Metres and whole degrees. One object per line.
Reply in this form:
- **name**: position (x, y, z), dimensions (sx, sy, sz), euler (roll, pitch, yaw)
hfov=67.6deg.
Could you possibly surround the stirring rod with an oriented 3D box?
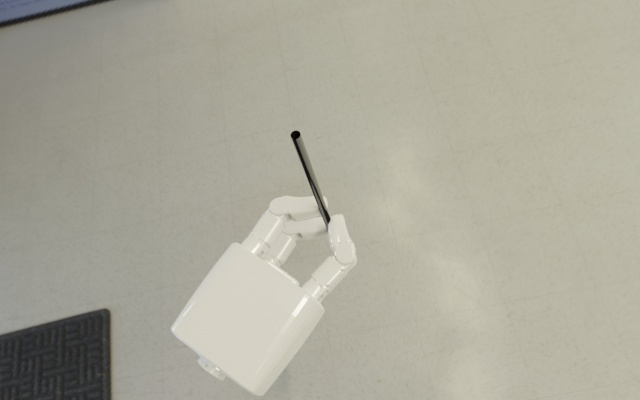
- **stirring rod**: position (0.000, 0.002, 0.473), dimensions (0.011, 0.011, 0.240), euler (0, -26, 10)
